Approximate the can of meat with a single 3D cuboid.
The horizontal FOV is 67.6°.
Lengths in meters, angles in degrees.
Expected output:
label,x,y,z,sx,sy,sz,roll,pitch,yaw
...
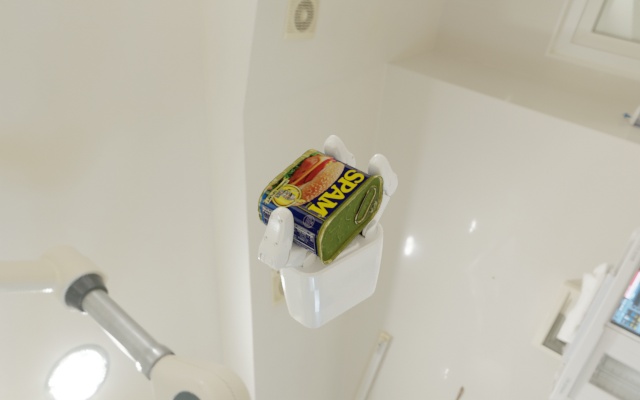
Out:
label,x,y,z,sx,sy,sz,roll,pitch,yaw
can of meat,0.000,0.001,0.477,0.084,0.057,0.102,28,53,28
